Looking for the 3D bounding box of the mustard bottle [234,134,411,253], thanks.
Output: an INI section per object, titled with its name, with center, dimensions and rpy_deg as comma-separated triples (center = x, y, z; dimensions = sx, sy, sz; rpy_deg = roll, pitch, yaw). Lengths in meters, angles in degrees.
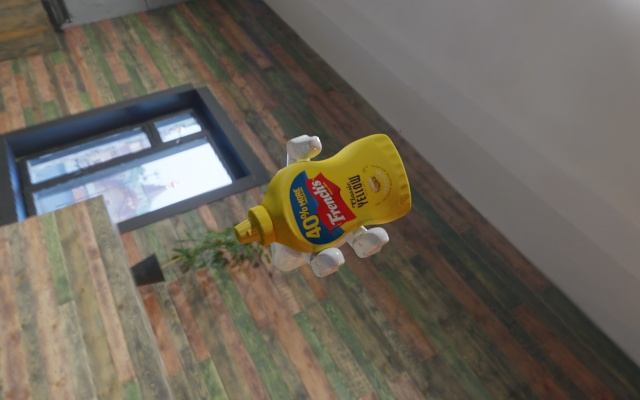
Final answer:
[mustard bottle]
center = 0.000, 0.002, 0.506
dimensions = 0.191, 0.096, 0.058
rpy_deg = -22, 10, -21
